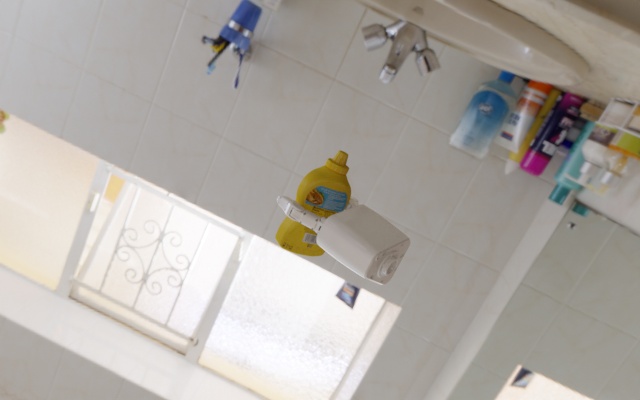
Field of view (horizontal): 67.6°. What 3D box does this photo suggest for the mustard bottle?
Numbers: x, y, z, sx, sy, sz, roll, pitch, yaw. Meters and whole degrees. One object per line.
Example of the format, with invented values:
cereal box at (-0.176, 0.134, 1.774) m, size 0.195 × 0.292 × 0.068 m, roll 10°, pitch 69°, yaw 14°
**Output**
mustard bottle at (0.000, 0.003, 0.827) m, size 0.096 × 0.192 × 0.058 m, roll 16°, pitch 19°, yaw -31°
